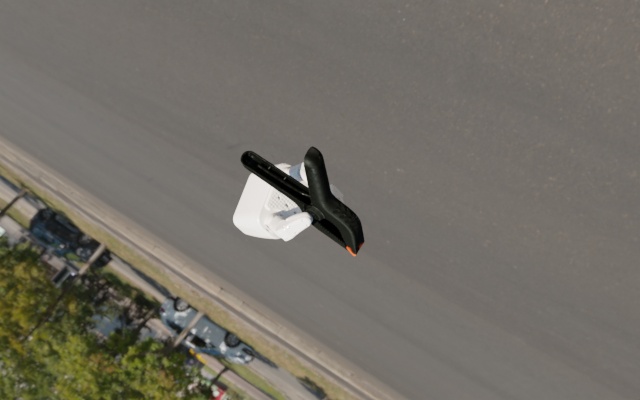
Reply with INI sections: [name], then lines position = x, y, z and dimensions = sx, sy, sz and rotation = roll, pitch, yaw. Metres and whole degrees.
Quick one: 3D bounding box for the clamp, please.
[clamp]
position = 0.000, 0.003, 0.641
dimensions = 0.210, 0.036, 0.164
rotation = 45, -23, -23
